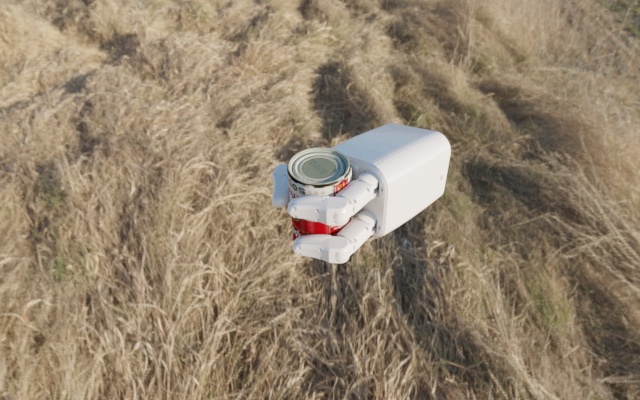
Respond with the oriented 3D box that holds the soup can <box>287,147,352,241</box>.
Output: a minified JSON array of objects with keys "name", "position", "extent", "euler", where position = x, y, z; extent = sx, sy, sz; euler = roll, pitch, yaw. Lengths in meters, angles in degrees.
[{"name":"soup can","position":[0.000,0.002,0.523],"extent":[0.068,0.102,0.068],"euler":[-1,41,1]}]
